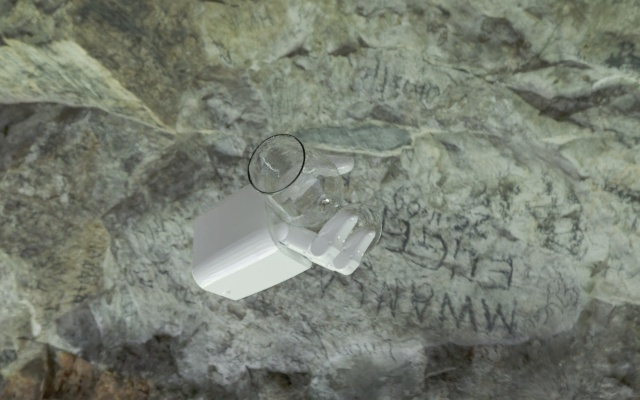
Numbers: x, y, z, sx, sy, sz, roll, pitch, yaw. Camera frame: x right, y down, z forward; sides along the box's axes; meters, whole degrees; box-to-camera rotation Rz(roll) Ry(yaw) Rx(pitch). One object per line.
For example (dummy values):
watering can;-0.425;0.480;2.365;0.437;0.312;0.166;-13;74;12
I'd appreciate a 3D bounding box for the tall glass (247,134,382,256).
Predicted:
tall glass;0.000;0.002;0.522;0.079;0.079;0.201;0;-21;27
